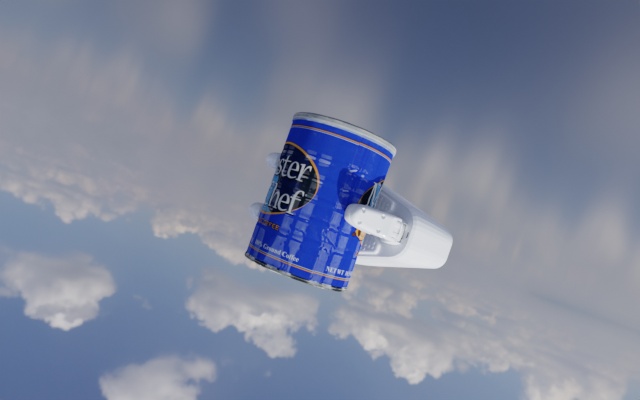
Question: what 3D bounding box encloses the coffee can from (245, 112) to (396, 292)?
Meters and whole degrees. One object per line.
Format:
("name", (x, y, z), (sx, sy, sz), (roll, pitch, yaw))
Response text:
("coffee can", (0.000, 0.001, 0.451), (0.103, 0.140, 0.103), (20, -2, 1))
